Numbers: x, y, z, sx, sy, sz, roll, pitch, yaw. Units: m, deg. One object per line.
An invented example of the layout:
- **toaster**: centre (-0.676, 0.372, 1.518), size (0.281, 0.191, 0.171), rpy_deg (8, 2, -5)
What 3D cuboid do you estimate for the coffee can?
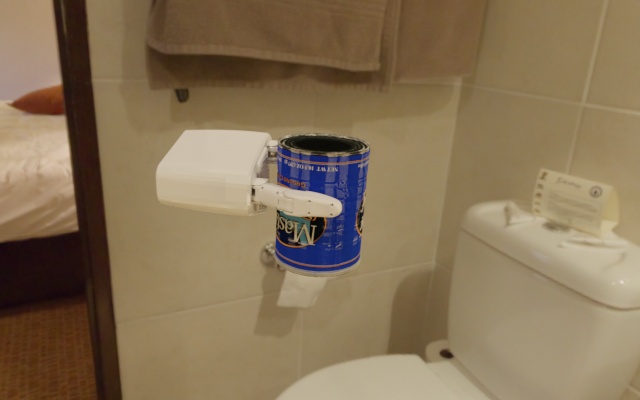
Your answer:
- **coffee can**: centre (0.000, 0.002, 0.546), size (0.103, 0.140, 0.102), rpy_deg (3, 19, -1)
